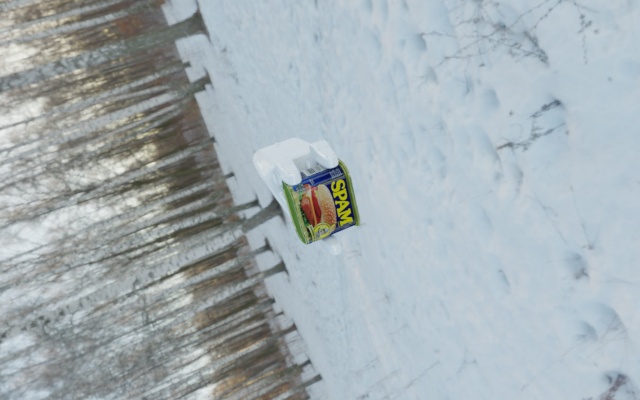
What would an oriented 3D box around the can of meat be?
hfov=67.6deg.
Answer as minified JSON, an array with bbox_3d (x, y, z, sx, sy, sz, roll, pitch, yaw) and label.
[{"bbox_3d":[0.000,0.002,0.657,0.084,0.102,0.057,-21,29,-13],"label":"can of meat"}]
